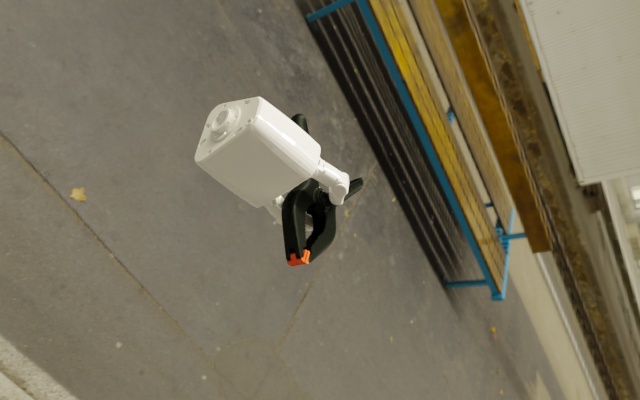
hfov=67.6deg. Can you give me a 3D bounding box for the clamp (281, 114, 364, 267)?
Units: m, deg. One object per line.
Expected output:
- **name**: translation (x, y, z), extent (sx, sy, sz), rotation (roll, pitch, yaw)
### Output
- **clamp**: translation (0.000, 0.002, 0.668), extent (0.036, 0.209, 0.165), rotation (-18, -40, 38)
